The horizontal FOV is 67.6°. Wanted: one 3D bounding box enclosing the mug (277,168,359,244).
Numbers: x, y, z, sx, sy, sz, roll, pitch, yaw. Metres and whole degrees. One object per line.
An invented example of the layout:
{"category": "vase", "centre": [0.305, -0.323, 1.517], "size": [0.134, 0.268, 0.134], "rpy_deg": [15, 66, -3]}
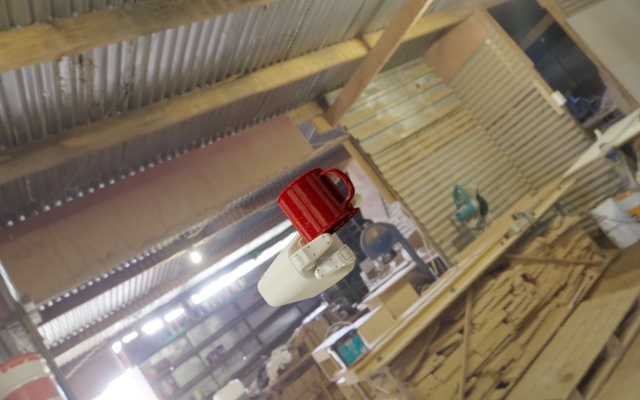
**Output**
{"category": "mug", "centre": [0.001, 0.001, 0.661], "size": [0.093, 0.081, 0.117], "rpy_deg": [-27, -15, -50]}
